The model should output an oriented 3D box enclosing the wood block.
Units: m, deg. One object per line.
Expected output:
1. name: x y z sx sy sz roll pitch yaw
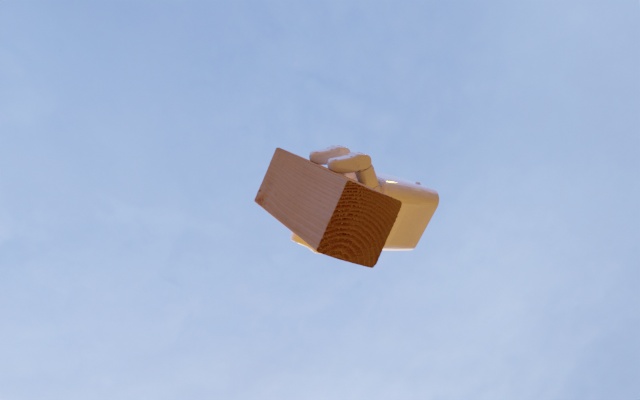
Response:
1. wood block: 0.000 0.002 0.637 0.090 0.091 0.206 20 6 -32
